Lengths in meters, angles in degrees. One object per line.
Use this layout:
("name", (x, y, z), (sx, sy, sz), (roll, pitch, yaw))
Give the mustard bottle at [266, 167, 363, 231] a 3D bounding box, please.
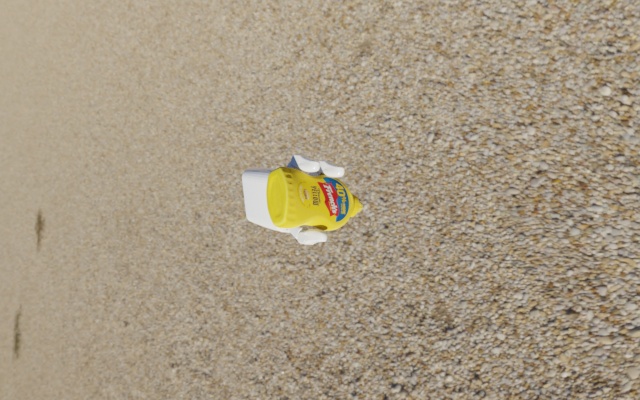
("mustard bottle", (0.000, 0.003, 0.814), (0.191, 0.096, 0.058), (7, -23, -42))
